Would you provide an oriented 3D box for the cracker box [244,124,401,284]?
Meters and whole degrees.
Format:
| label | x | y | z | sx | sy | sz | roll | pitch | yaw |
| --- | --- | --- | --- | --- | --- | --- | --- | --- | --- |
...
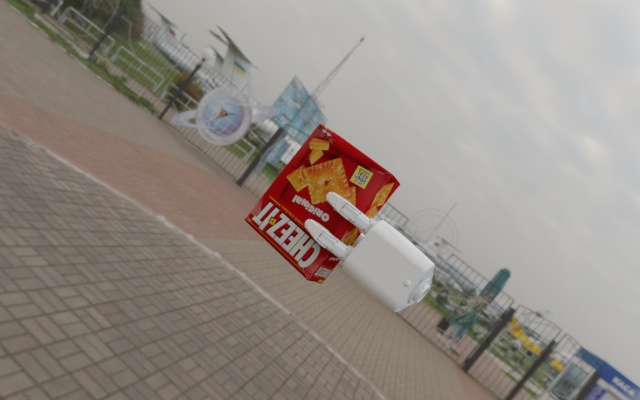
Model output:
| label | x | y | z | sx | sy | sz | roll | pitch | yaw |
| --- | --- | --- | --- | --- | --- | --- | --- | --- | --- |
| cracker box | 0.000 | 0.003 | 0.795 | 0.164 | 0.214 | 0.072 | 40 | 3 | 26 |
